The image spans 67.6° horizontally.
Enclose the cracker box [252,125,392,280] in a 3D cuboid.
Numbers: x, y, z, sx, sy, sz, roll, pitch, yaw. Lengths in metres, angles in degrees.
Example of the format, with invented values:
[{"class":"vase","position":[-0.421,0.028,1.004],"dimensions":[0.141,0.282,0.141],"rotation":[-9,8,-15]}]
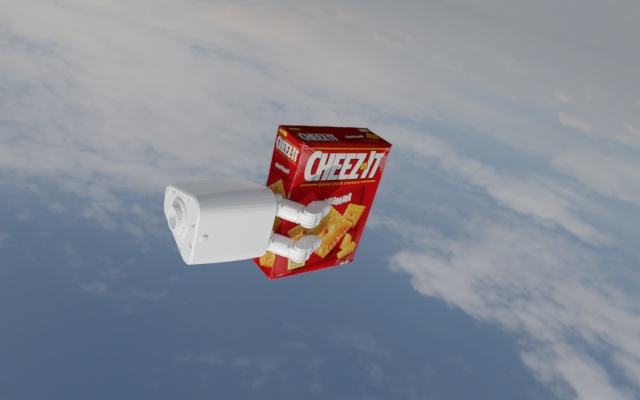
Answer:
[{"class":"cracker box","position":[0.000,0.002,0.703],"dimensions":[0.164,0.214,0.072],"rotation":[-5,33,-38]}]
